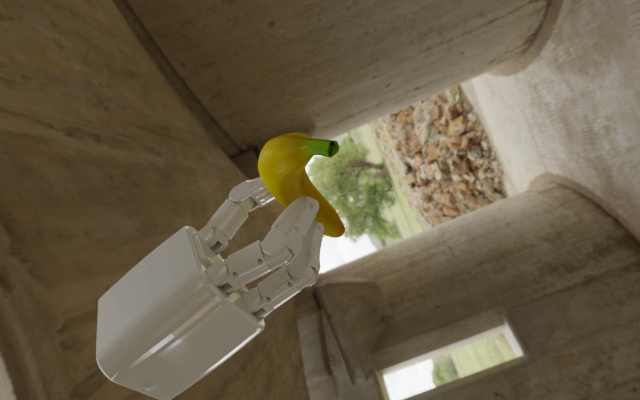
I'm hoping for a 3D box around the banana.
[{"bbox_3d":[-0.016,-0.009,0.414,0.069,0.037,0.198,31,-14,15],"label":"banana"}]
